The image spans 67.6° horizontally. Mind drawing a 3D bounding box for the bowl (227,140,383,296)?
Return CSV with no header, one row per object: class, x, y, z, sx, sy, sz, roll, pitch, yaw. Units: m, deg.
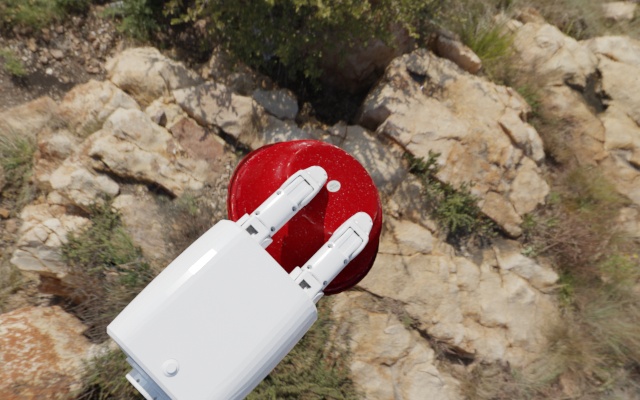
bowl,0.001,0.000,0.438,0.162,0.162,0.055,0,-27,-31
